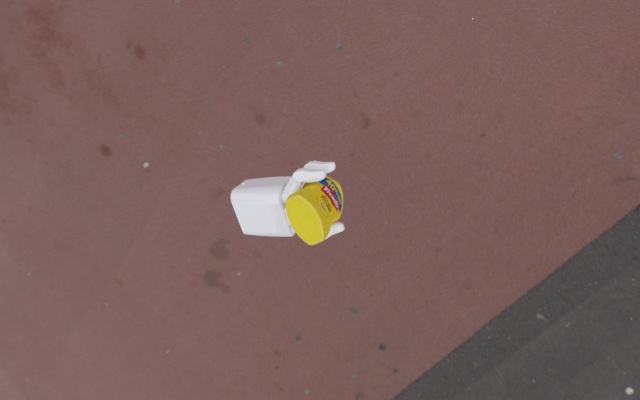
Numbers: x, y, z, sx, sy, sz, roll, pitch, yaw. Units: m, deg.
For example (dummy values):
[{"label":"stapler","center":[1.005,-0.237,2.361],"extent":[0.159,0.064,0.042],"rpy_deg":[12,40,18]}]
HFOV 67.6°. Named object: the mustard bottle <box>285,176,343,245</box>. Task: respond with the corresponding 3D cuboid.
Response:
[{"label":"mustard bottle","center":[0.000,0.003,0.899],"extent":[0.058,0.096,0.191],"rpy_deg":[-25,10,25]}]
